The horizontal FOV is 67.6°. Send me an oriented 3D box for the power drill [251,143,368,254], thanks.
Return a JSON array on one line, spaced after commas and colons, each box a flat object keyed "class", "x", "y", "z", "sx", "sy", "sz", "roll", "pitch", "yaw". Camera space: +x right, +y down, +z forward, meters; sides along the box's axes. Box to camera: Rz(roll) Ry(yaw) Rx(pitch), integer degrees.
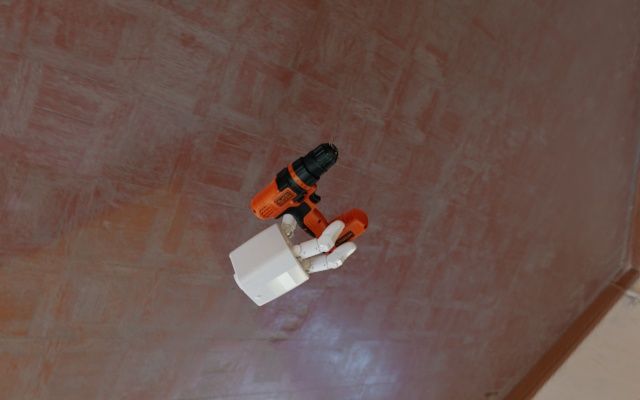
[{"class": "power drill", "x": 0.000, "y": 0.003, "z": 0.843, "sx": 0.184, "sy": 0.057, "sz": 0.188, "roll": -37, "pitch": -57, "yaw": 21}]
